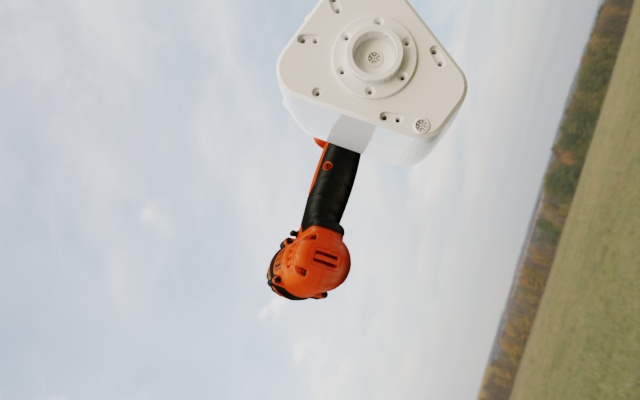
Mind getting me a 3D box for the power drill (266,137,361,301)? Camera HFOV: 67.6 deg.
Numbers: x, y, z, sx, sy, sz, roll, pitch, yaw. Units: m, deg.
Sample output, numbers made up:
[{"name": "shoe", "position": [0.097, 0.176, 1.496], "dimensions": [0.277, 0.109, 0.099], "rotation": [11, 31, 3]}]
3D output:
[{"name": "power drill", "position": [0.000, 0.001, 0.448], "dimensions": [0.057, 0.187, 0.184], "rotation": [18, -17, -12]}]
